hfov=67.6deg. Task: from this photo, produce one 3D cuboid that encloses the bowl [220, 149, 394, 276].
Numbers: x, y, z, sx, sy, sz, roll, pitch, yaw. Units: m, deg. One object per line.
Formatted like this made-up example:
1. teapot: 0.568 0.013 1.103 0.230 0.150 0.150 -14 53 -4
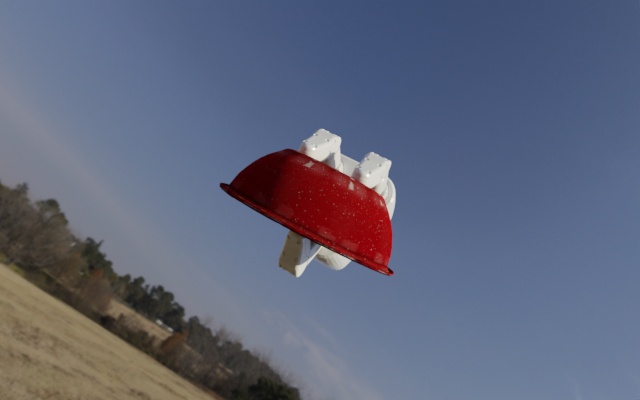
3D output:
1. bowl: 0.000 0.001 0.399 0.162 0.055 0.162 27 0 0
